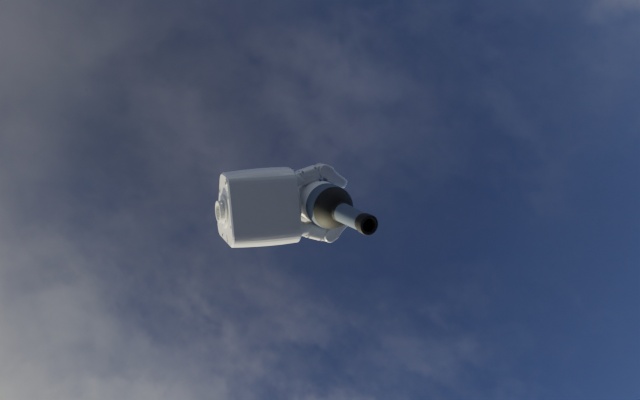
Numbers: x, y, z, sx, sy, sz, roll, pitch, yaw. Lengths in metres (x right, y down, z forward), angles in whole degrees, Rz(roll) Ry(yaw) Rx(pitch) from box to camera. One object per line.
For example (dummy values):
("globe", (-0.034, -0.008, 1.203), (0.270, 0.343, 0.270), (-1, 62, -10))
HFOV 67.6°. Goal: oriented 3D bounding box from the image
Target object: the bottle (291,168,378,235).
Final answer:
("bottle", (0.000, 0.002, 0.747), (0.069, 0.069, 0.295), (0, 12, -26))
